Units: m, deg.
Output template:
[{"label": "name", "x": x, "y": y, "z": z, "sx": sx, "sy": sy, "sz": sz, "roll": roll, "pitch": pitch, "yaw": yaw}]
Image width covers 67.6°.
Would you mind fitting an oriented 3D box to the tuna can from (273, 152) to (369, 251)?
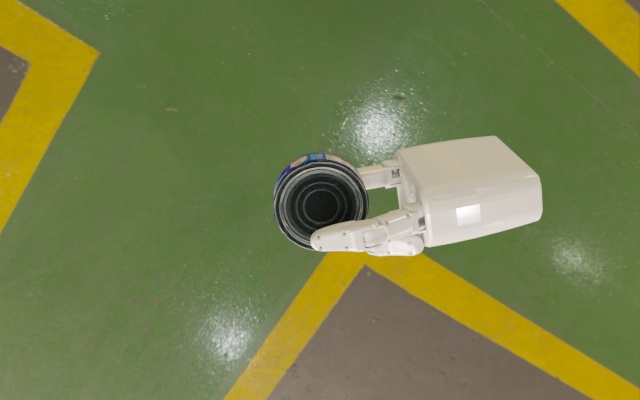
[{"label": "tuna can", "x": 0.000, "y": 0.002, "z": 0.430, "sx": 0.086, "sy": 0.086, "sz": 0.033, "roll": 0, "pitch": 18, "yaw": -3}]
